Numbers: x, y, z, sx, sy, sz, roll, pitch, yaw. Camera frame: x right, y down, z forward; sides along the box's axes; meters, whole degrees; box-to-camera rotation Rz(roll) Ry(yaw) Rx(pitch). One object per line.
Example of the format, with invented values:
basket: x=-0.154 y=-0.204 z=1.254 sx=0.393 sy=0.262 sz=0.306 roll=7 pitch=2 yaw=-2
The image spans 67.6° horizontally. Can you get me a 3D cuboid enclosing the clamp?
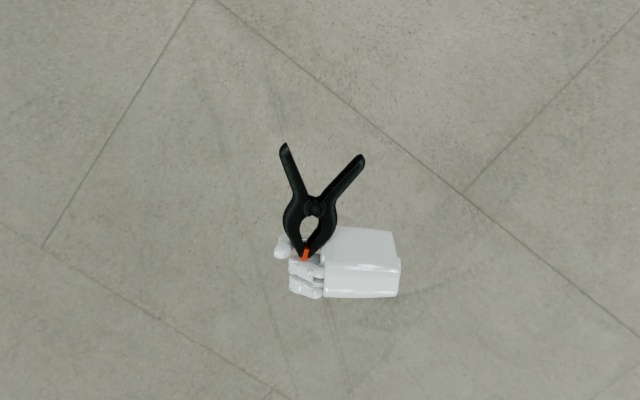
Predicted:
clamp: x=0.000 y=0.003 z=0.676 sx=0.120 sy=0.171 sz=0.039 roll=1 pitch=22 yaw=-4
